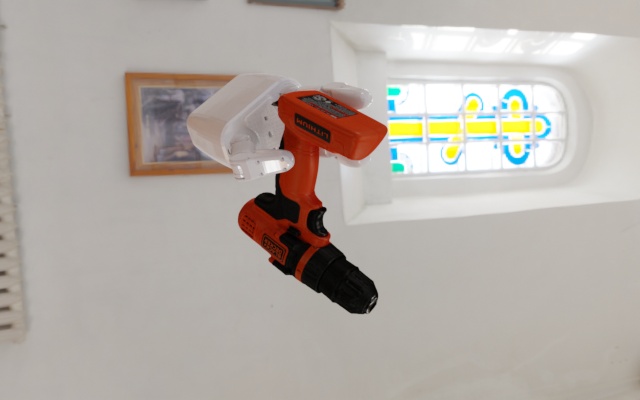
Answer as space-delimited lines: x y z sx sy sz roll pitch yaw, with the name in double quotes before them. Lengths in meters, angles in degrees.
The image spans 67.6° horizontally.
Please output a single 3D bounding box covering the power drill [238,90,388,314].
"power drill" 0.000 0.001 0.470 0.184 0.188 0.057 33 33 26
